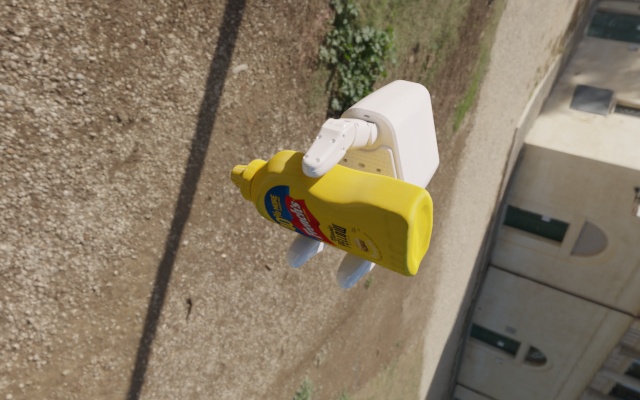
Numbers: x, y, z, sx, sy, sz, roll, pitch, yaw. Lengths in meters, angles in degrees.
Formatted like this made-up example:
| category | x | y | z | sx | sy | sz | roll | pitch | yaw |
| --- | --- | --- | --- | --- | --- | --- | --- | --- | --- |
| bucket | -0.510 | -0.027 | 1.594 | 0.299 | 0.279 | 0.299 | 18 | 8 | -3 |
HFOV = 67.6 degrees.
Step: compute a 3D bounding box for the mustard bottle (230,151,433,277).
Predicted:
| category | x | y | z | sx | sy | sz | roll | pitch | yaw |
| --- | --- | --- | --- | --- | --- | --- | --- | --- | --- |
| mustard bottle | 0.000 | 0.002 | 0.425 | 0.191 | 0.058 | 0.096 | 19 | -28 | 25 |
